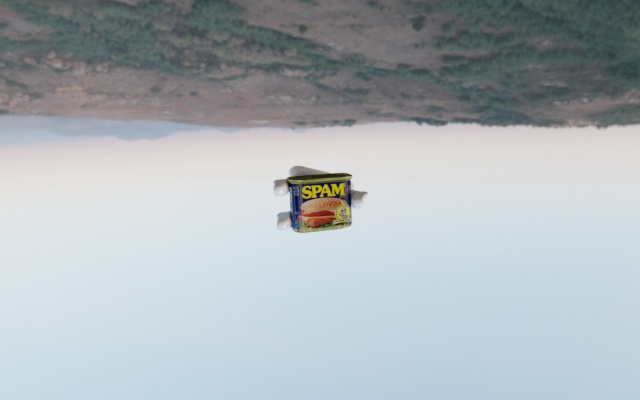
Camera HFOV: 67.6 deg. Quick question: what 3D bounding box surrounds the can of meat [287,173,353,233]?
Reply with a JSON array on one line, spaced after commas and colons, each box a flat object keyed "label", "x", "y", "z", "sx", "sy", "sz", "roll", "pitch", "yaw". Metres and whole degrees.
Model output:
[{"label": "can of meat", "x": 0.000, "y": 0.003, "z": 0.760, "sx": 0.102, "sy": 0.084, "sz": 0.057, "roll": -5, "pitch": 11, "yaw": -14}]
